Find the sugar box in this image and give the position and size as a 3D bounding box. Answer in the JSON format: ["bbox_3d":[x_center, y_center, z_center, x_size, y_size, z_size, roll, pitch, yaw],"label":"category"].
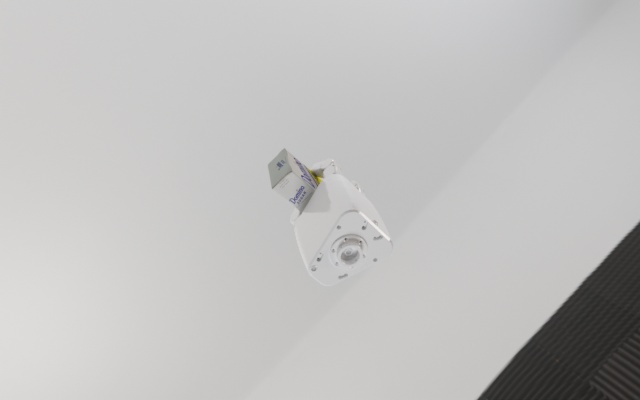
[{"bbox_3d":[0.001,0.002,0.724,0.176,0.048,0.093,42,12,-25],"label":"sugar box"}]
